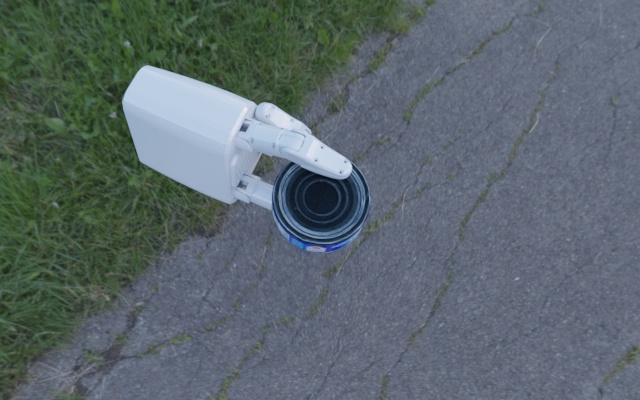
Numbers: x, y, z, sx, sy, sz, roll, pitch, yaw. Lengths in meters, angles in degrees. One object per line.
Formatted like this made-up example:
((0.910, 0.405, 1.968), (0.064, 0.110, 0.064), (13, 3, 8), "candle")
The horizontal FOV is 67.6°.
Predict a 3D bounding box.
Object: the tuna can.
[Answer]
((0.000, 0.001, 0.415), (0.086, 0.086, 0.034), (0, -18, -5), "tuna can")
